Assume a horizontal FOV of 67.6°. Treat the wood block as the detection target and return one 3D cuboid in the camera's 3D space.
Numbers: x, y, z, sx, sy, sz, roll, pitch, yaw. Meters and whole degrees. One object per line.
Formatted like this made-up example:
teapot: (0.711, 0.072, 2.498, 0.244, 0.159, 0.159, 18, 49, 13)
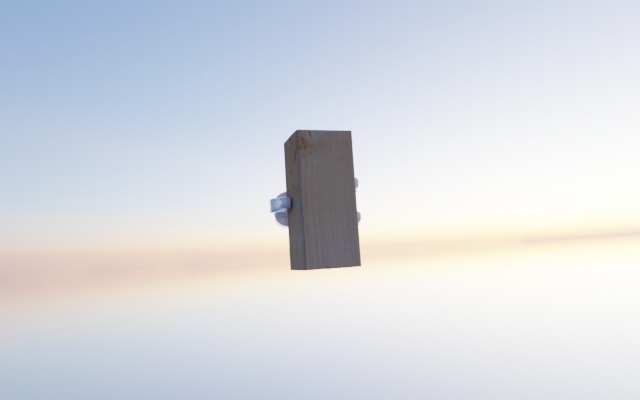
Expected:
wood block: (0.000, 0.002, 0.741, 0.091, 0.206, 0.090, -2, -7, -18)
